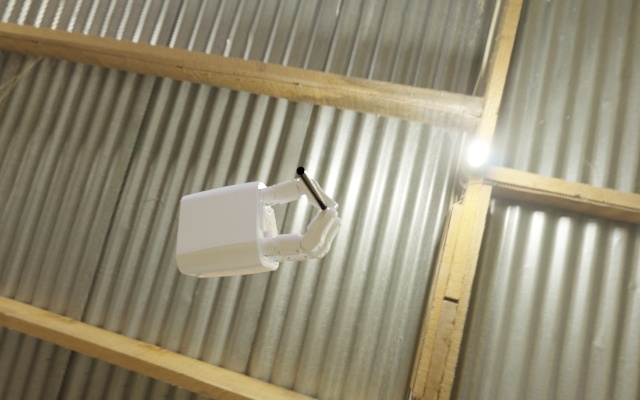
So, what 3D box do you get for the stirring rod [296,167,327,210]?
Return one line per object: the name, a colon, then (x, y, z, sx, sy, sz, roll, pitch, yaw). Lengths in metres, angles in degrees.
stirring rod: (0.000, 0.002, 0.541, 0.011, 0.011, 0.239, 0, -14, 9)
